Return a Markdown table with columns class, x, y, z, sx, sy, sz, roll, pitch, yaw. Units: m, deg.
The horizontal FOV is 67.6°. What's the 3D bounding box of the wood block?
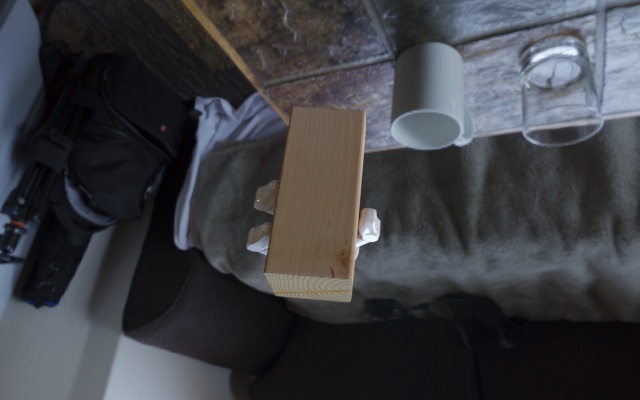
| class | x | y | z | sx | sy | sz | roll | pitch | yaw |
| --- | --- | --- | --- | --- | --- | --- | --- | --- | --- |
| wood block | 0.000 | 0.002 | 0.553 | 0.091 | 0.206 | 0.090 | 4 | -26 | 5 |
